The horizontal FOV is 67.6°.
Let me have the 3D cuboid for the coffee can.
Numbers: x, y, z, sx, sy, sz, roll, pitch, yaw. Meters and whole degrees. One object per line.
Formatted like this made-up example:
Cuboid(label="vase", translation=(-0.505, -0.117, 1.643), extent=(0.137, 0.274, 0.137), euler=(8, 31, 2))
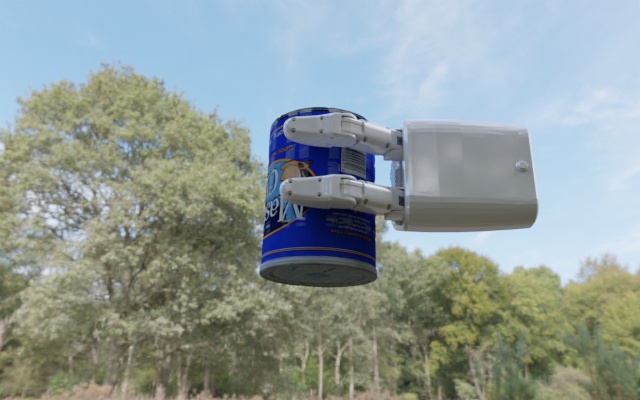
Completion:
Cuboid(label="coffee can", translation=(0.000, 0.002, 0.438), extent=(0.103, 0.140, 0.103), euler=(2, -20, 1))
